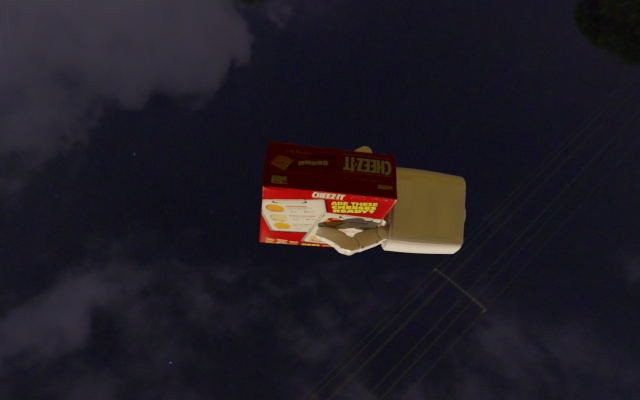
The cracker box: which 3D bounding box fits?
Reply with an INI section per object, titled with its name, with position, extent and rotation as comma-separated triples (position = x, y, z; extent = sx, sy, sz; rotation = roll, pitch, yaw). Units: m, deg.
[cracker box]
position = 0.000, 0.002, 0.670
extent = 0.164, 0.072, 0.214
rotation = 5, -23, -6
